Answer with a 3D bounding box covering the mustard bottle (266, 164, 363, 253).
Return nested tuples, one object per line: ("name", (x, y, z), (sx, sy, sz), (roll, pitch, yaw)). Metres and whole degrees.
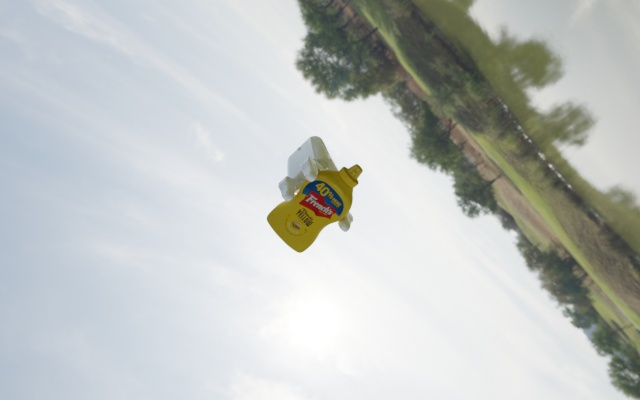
("mustard bottle", (0.000, 0.003, 0.854), (0.192, 0.096, 0.058), (-41, 5, 18))
